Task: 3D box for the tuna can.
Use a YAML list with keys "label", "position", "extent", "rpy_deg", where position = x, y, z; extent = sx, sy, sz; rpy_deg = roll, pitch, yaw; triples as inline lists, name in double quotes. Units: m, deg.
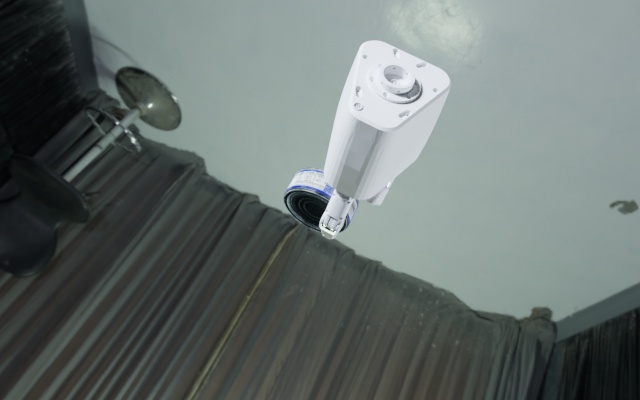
- label: "tuna can"
  position: [0.000, 0.002, 0.568]
  extent: [0.086, 0.033, 0.086]
  rpy_deg: [21, -31, 13]
